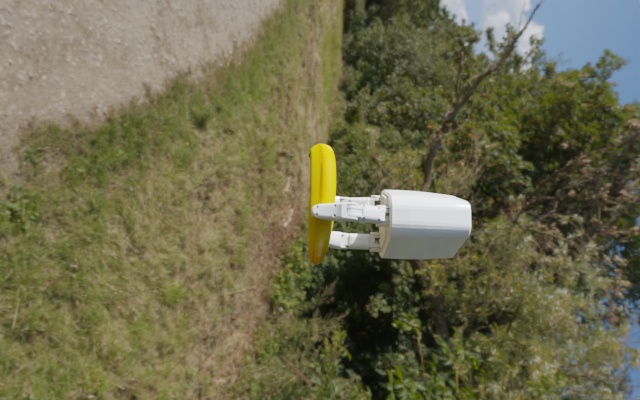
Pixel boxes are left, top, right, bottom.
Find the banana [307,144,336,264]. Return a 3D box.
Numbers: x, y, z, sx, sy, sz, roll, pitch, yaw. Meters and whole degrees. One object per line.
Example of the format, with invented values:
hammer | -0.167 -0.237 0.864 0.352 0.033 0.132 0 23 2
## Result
banana | 0.002 -0.011 0.661 0.037 0.197 0.070 3 -36 -4
